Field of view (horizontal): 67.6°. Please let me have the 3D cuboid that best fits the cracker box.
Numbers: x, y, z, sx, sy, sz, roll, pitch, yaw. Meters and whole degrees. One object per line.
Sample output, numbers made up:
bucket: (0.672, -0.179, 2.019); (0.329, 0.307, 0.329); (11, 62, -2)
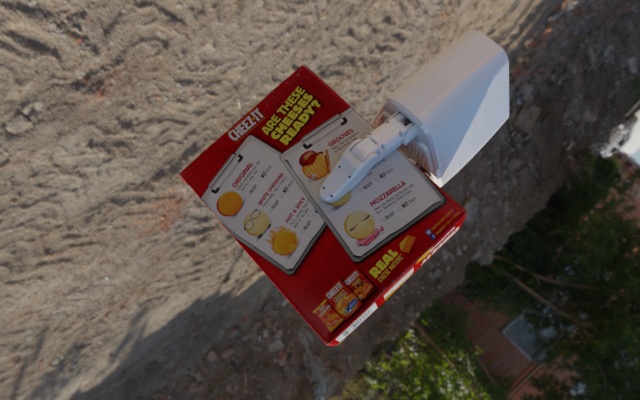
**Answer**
cracker box: (0.000, 0.002, 0.454); (0.213, 0.164, 0.072); (45, -6, 19)
